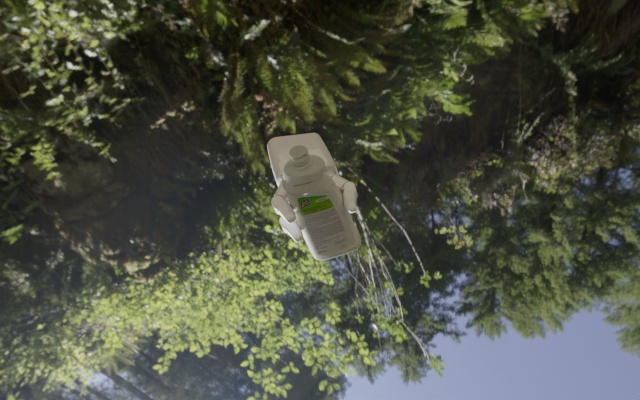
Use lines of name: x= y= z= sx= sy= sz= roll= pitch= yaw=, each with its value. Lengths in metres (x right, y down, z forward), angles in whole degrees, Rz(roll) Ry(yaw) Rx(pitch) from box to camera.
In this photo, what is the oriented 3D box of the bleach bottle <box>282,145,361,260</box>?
bleach bottle: x=0.000 y=0.003 z=0.824 sx=0.102 sy=0.068 sz=0.251 roll=-19 pitch=-43 yaw=-1
